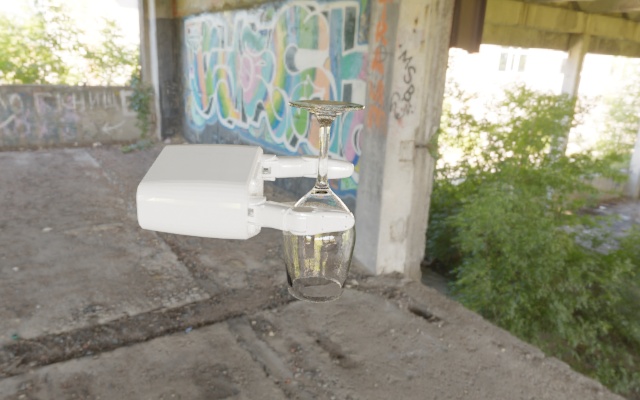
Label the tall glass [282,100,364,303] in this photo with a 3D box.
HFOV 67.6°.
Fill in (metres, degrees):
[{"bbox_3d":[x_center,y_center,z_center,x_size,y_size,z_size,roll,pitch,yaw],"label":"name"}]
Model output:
[{"bbox_3d":[0.000,0.001,0.492,0.079,0.201,0.079,3,17,-1],"label":"tall glass"}]
